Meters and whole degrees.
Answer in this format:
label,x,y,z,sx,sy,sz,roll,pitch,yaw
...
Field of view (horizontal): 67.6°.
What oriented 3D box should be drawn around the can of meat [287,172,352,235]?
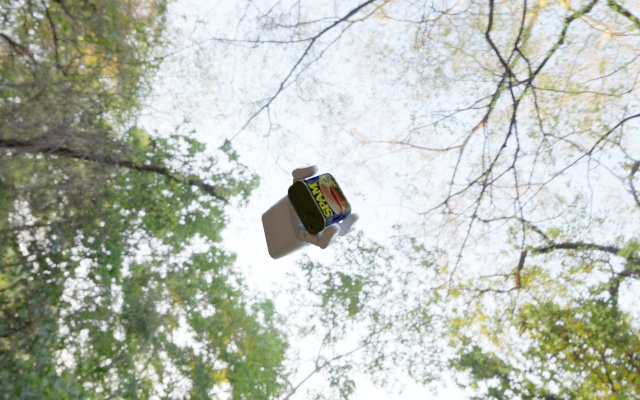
label,x,y,z,sx,sy,sz,roll,pitch,yaw
can of meat,0.000,0.003,0.891,0.084,0.102,0.057,-22,-10,-45
